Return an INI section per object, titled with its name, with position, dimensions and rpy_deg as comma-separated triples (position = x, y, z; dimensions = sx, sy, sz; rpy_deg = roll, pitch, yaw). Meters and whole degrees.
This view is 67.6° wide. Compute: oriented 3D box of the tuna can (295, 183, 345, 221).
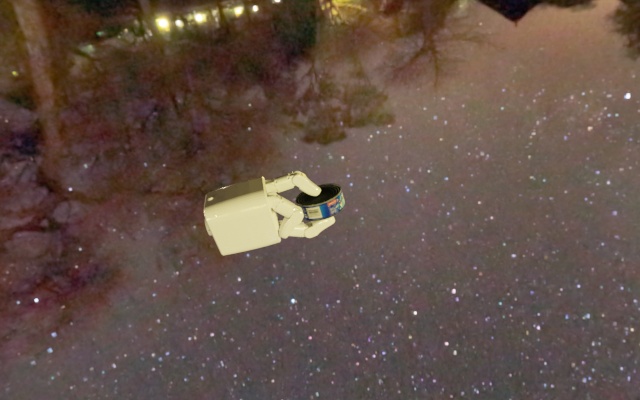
[tuna can]
position = 0.000, 0.003, 0.860
dimensions = 0.086, 0.034, 0.086
rpy_deg = -14, 23, 6
